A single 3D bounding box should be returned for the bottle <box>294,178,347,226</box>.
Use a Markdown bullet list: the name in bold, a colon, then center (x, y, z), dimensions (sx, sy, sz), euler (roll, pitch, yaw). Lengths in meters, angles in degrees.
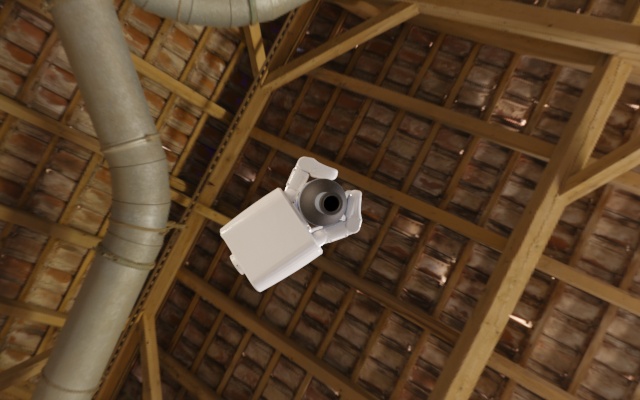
- **bottle**: center (0.000, 0.002, 0.692), dimensions (0.069, 0.069, 0.295), euler (0, 1, -5)
